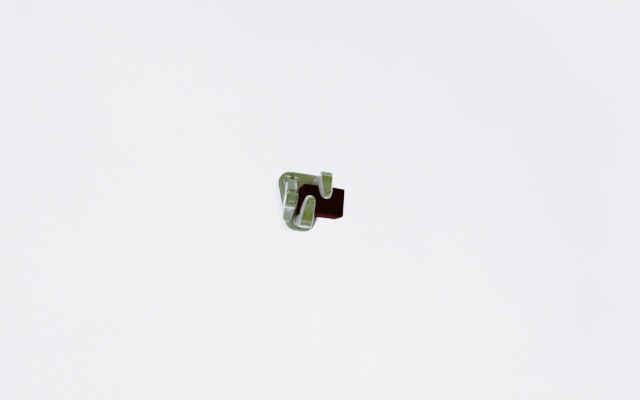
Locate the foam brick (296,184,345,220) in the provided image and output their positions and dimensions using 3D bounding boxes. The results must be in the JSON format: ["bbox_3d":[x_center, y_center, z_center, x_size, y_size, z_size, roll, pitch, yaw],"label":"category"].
[{"bbox_3d":[0.000,0.003,0.868,0.078,0.053,0.051,8,-10,-11],"label":"foam brick"}]
